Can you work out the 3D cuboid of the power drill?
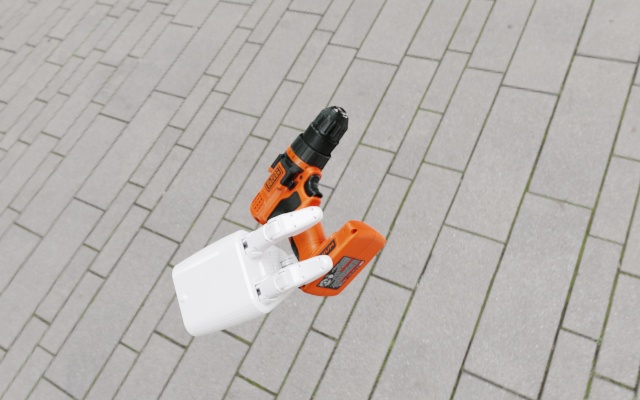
[{"bbox_3d":[0.000,0.002,0.560,0.057,0.184,0.187,17,30,-39],"label":"power drill"}]
